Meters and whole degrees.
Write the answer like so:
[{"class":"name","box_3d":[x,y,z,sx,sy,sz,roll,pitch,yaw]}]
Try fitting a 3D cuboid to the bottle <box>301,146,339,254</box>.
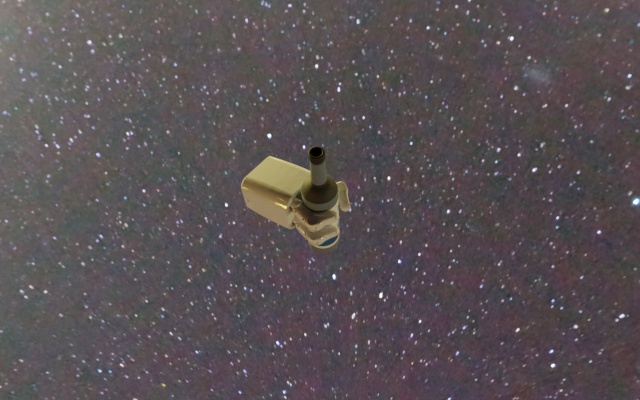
[{"class":"bottle","box_3d":[0.000,0.003,0.888,0.069,0.069,0.296,0,-33,3]}]
